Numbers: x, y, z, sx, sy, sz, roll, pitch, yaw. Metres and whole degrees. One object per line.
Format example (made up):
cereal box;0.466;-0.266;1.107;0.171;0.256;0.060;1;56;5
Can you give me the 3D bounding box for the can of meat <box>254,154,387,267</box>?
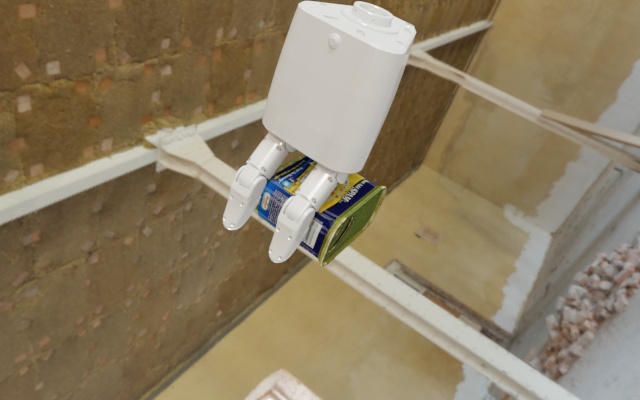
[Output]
can of meat;0.000;0.001;0.452;0.084;0.057;0.102;34;40;18
